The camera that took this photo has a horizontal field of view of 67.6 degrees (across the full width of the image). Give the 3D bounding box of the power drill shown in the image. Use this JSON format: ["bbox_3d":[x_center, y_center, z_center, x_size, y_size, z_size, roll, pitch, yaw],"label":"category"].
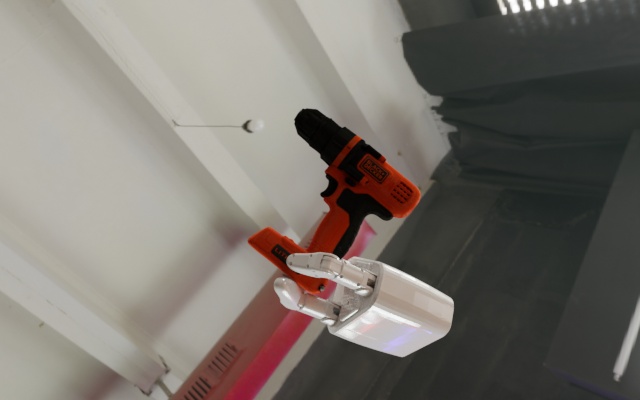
[{"bbox_3d":[0.000,0.002,0.575,0.184,0.187,0.057,39,-8,6],"label":"power drill"}]
